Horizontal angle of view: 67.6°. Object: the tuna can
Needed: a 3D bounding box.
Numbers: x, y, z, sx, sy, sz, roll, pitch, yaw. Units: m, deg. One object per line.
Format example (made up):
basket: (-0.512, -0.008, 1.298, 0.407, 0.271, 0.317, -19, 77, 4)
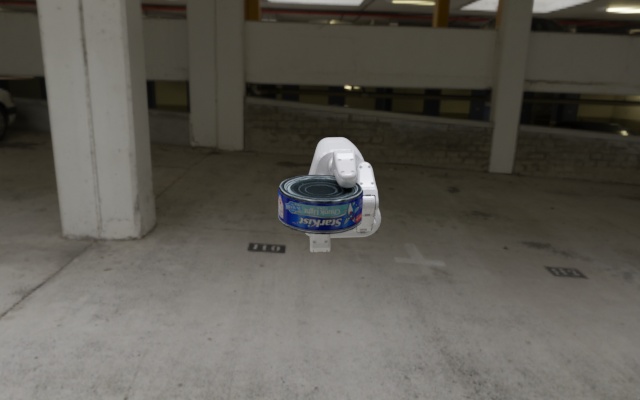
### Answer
tuna can: (0.000, 0.001, 0.479, 0.086, 0.034, 0.086, 2, 20, -1)
